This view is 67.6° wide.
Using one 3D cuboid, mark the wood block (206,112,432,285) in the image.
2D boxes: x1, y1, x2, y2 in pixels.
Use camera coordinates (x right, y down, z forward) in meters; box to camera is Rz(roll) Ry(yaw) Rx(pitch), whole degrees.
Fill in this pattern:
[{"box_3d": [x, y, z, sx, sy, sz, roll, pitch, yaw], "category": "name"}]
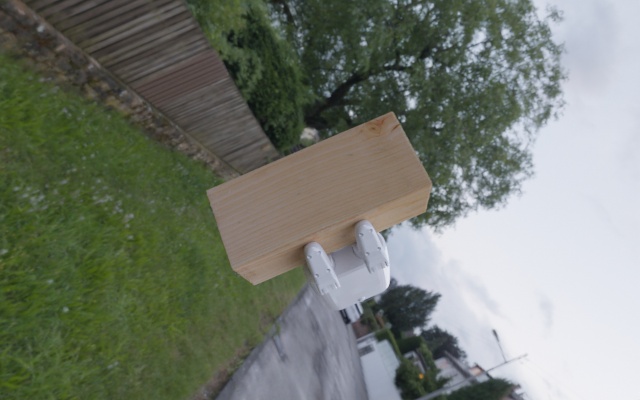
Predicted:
[{"box_3d": [0.000, 0.001, 0.505, 0.206, 0.090, 0.090, -23, -22, -1], "category": "wood block"}]
